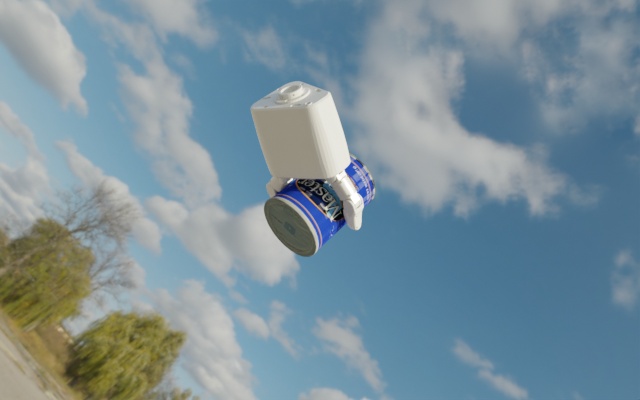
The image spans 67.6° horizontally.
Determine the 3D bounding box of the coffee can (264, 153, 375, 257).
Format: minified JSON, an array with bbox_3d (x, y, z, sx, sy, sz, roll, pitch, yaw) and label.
[{"bbox_3d":[0.000,0.003,0.719,0.140,0.103,0.103,-40,24,-32],"label":"coffee can"}]
